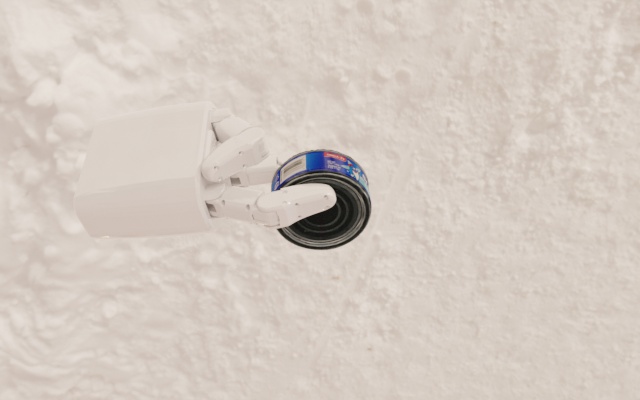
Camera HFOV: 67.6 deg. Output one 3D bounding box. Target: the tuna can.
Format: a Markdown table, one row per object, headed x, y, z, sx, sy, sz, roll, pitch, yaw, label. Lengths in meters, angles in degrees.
| x | y | z | sx | sy | sz | roll | pitch | yaw | label |
| --- | --- | --- | --- | --- | --- | --- | --- | --- | --- |
| 0.000 | 0.002 | 0.405 | 0.086 | 0.086 | 0.033 | 0 | 38 | -2 | tuna can |
